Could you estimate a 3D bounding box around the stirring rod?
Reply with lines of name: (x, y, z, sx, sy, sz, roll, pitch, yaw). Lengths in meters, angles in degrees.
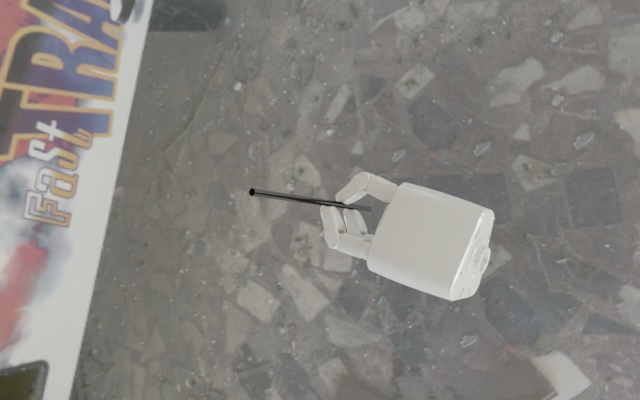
stirring rod: (0.000, 0.002, 0.580, 0.011, 0.011, 0.239, 0, -5, 35)
